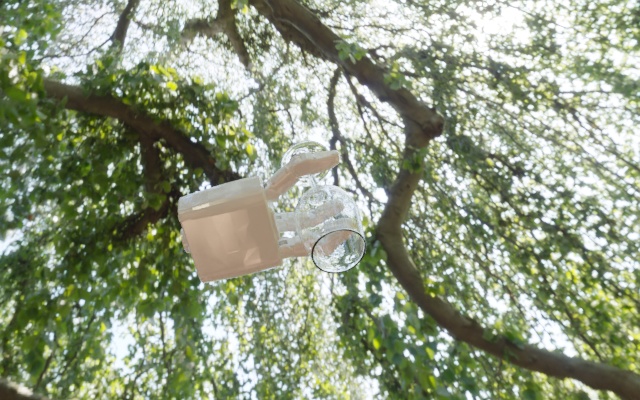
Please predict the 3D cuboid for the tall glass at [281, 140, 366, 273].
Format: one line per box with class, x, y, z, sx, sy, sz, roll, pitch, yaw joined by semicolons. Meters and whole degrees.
tall glass;0.000;0.001;0.596;0.079;0.079;0.201;0;33;-14
